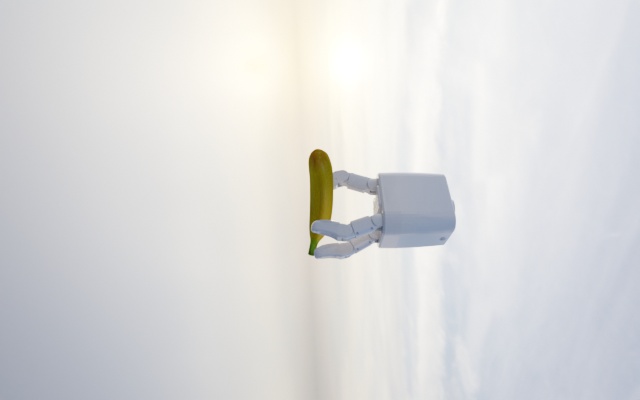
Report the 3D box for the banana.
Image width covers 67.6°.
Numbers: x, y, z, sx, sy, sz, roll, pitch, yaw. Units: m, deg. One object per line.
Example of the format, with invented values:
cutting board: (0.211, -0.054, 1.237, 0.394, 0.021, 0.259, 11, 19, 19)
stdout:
banana: (0.001, -0.007, 0.706, 0.037, 0.198, 0.069, 2, 41, 1)
